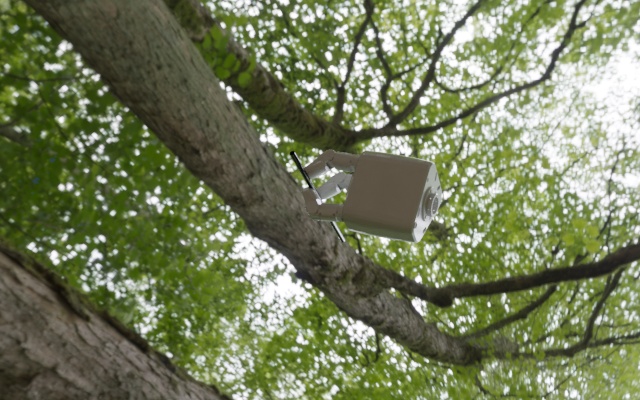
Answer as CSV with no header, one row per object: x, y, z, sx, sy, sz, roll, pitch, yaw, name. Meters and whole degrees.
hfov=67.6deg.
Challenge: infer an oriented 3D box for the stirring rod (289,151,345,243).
0.000,0.002,0.761,0.011,0.011,0.240,0,-35,24,stirring rod
